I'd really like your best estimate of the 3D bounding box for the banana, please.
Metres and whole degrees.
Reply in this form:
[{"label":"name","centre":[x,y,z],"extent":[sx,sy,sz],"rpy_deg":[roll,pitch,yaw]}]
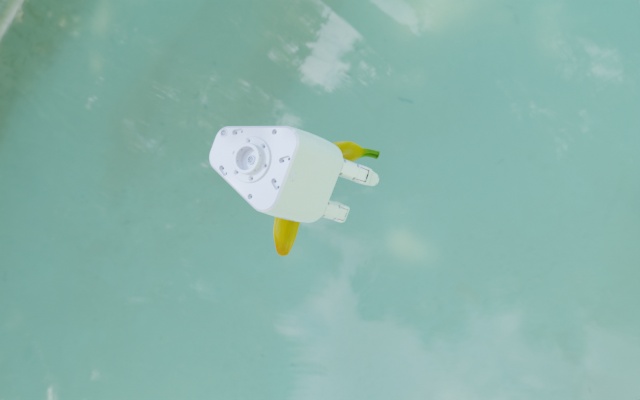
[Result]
[{"label":"banana","centre":[-0.011,-0.013,0.645],"extent":[0.069,0.198,0.037],"rpy_deg":[44,10,3]}]
